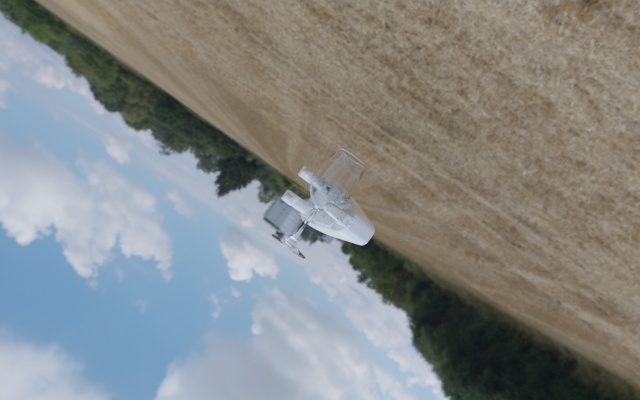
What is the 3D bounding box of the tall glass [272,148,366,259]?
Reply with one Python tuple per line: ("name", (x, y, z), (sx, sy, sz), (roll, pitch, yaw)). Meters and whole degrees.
("tall glass", (0.000, 0.003, 0.862), (0.079, 0.201, 0.079), (36, 0, 0))
